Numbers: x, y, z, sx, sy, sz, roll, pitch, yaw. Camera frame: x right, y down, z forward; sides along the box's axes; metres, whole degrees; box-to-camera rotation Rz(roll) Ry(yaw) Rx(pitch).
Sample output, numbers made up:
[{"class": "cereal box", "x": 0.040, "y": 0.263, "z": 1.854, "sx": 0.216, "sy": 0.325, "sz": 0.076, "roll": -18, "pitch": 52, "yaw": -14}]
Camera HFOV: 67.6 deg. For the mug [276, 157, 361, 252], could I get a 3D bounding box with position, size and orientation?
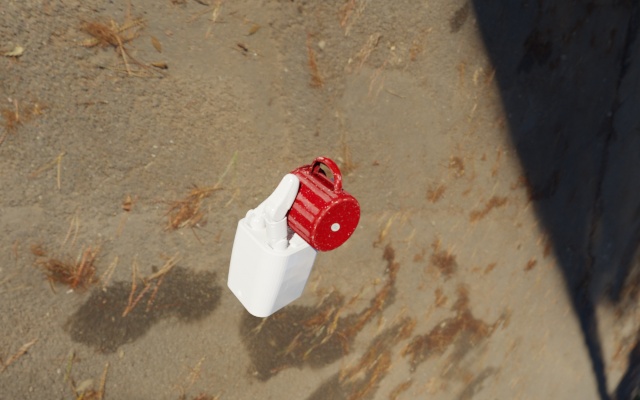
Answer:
[{"class": "mug", "x": 0.001, "y": 0.001, "z": 0.610, "sx": 0.093, "sy": 0.117, "sz": 0.081, "roll": -8, "pitch": 34, "yaw": -41}]
